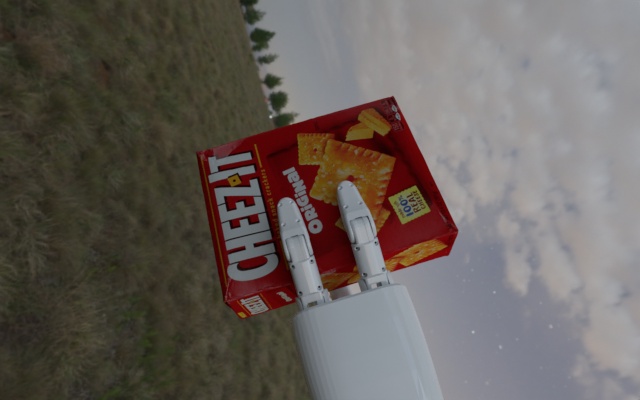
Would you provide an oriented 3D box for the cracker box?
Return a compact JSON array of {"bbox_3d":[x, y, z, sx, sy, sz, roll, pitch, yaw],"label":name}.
[{"bbox_3d":[0.000,0.002,0.468,0.213,0.164,0.072,-16,-27,-3],"label":"cracker box"}]
